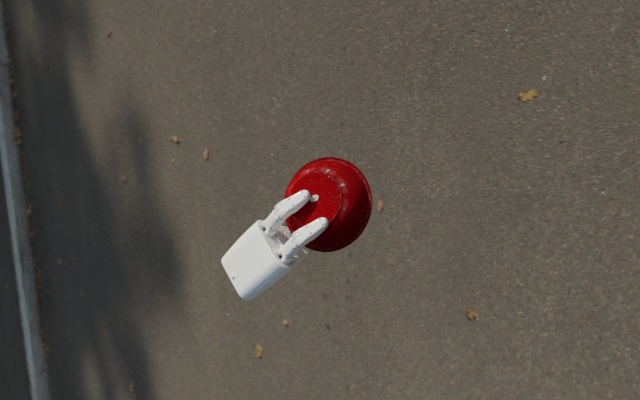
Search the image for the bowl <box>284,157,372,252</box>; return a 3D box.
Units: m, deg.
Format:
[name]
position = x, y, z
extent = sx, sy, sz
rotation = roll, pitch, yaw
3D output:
[bowl]
position = 0.001, 0.001, 0.780
extent = 0.162, 0.162, 0.055
rotation = 0, -8, 23
